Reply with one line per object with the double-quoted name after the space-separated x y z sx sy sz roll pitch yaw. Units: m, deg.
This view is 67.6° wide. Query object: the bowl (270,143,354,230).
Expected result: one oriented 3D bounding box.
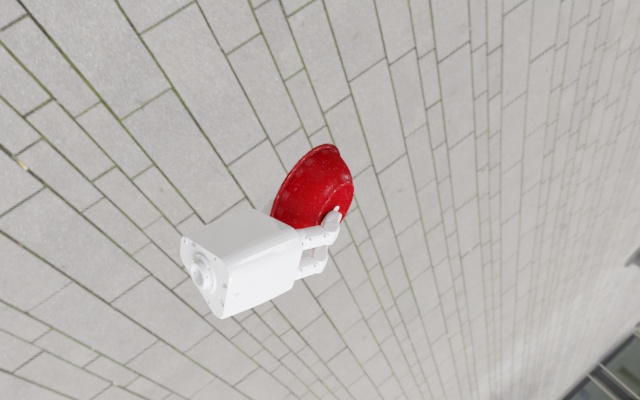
0.001 0.002 0.685 0.055 0.162 0.162 31 13 23 "bowl"
